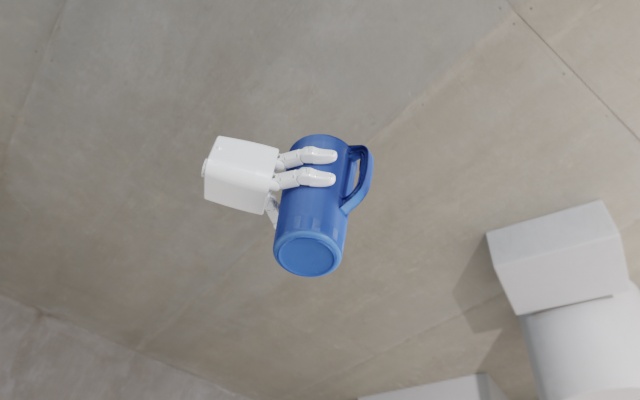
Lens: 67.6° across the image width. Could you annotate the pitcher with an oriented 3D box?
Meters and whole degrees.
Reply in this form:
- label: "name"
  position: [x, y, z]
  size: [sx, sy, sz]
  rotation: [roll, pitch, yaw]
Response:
- label: "pitcher"
  position: [0.000, 0.003, 0.809]
  size: [0.145, 0.149, 0.242]
  rotation: [15, 43, -6]
